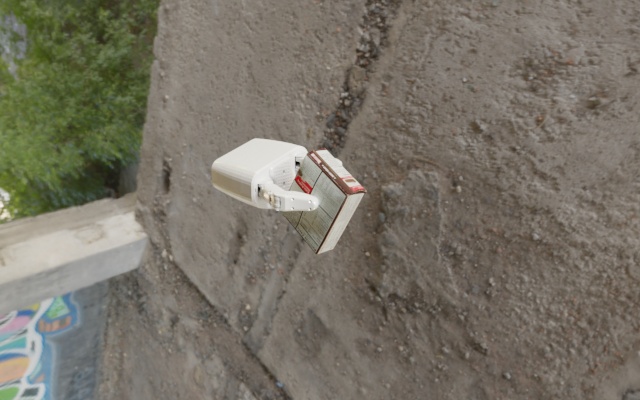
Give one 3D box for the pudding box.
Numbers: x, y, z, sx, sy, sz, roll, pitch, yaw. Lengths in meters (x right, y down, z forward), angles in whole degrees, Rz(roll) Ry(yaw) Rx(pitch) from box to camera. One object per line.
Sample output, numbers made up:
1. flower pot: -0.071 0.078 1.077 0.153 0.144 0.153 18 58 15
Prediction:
1. pudding box: 0.000 0.002 0.634 0.039 0.114 0.090 -17 54 -42
